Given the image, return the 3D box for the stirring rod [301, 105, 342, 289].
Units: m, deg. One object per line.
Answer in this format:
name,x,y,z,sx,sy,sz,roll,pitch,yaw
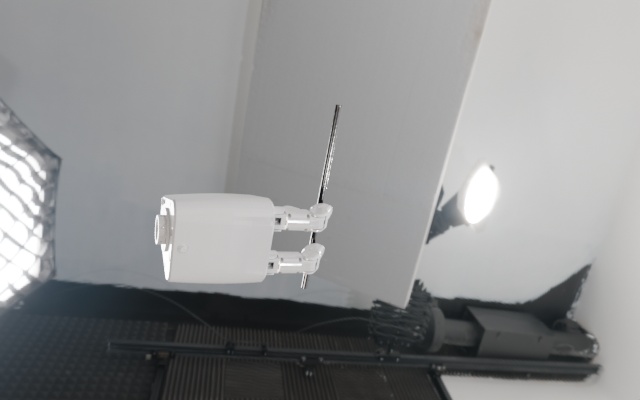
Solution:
stirring rod,0.000,0.002,0.592,0.011,0.239,0.011,10,18,-3
